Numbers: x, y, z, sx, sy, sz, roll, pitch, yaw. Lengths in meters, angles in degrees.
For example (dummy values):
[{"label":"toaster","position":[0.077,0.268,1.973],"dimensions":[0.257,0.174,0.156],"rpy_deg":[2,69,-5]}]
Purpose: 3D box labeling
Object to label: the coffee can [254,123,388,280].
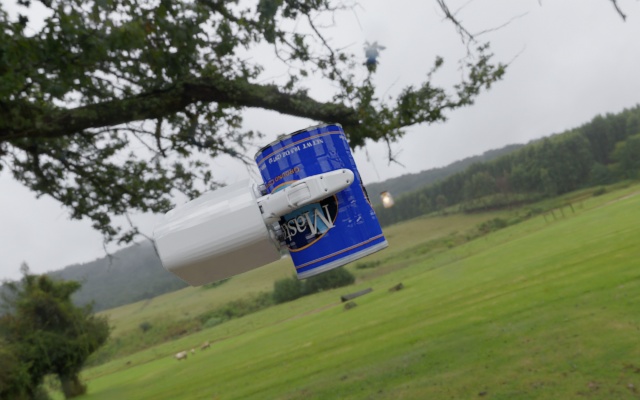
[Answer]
[{"label":"coffee can","position":[0.000,0.002,0.514],"dimensions":[0.103,0.140,0.103],"rpy_deg":[-21,-5,-2]}]
